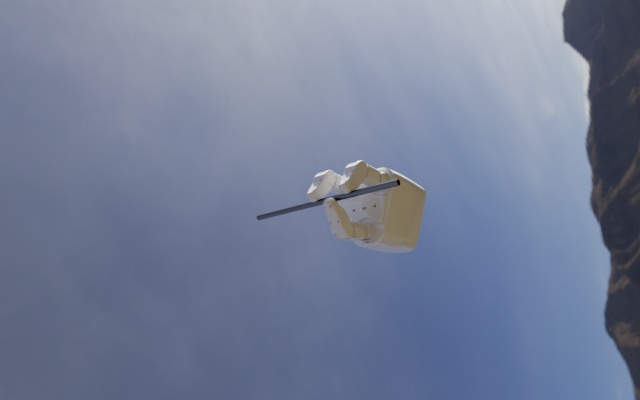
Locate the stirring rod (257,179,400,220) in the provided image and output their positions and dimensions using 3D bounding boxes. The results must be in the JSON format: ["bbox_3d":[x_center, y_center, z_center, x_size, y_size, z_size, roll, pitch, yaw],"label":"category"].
[{"bbox_3d":[0.000,0.002,0.639,0.239,0.011,0.011,-14,-9,38],"label":"stirring rod"}]
